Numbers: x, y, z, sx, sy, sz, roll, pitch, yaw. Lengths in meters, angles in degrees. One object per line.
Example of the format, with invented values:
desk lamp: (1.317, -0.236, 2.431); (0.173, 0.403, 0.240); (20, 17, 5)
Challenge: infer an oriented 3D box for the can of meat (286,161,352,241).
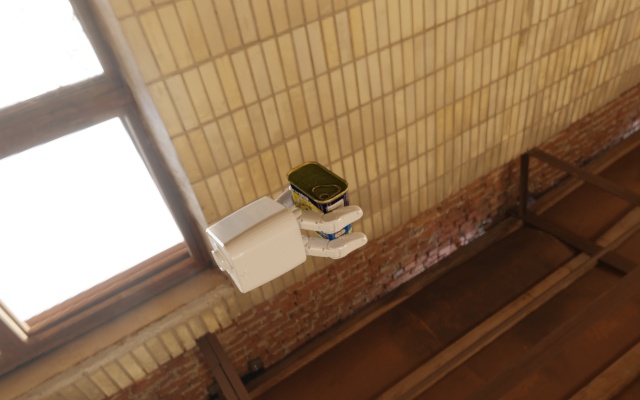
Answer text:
can of meat: (0.000, 0.003, 0.714); (0.057, 0.084, 0.102); (-31, 43, -23)
